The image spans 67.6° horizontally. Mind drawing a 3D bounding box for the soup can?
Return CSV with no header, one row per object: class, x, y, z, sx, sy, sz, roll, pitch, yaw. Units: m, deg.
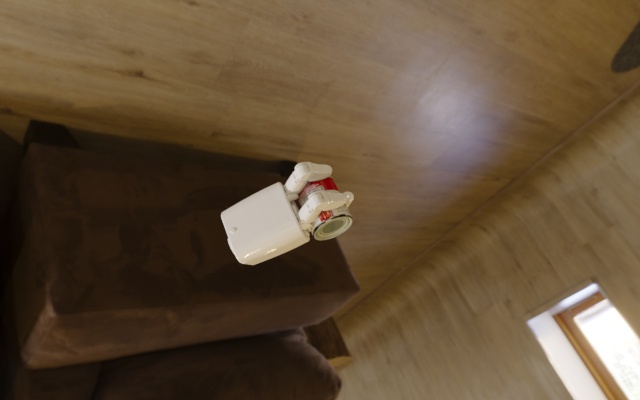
soup can,0.001,0.003,0.748,0.068,0.102,0.068,-20,-28,-11
